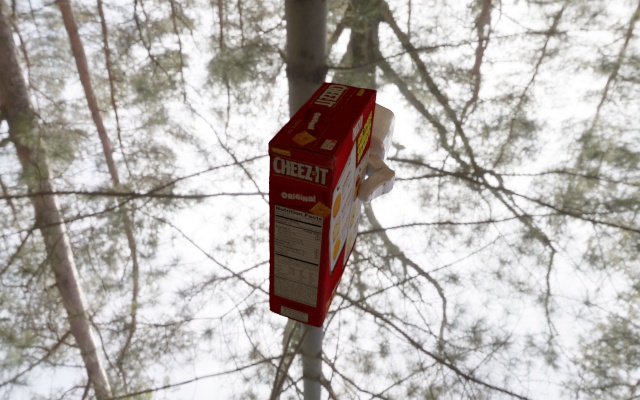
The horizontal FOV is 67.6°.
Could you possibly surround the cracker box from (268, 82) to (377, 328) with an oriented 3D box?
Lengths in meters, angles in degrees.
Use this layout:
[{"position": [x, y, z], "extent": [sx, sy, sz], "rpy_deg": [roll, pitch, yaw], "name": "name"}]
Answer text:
[{"position": [0.000, 0.002, 0.522], "extent": [0.072, 0.214, 0.164], "rpy_deg": [13, 36, 13], "name": "cracker box"}]
